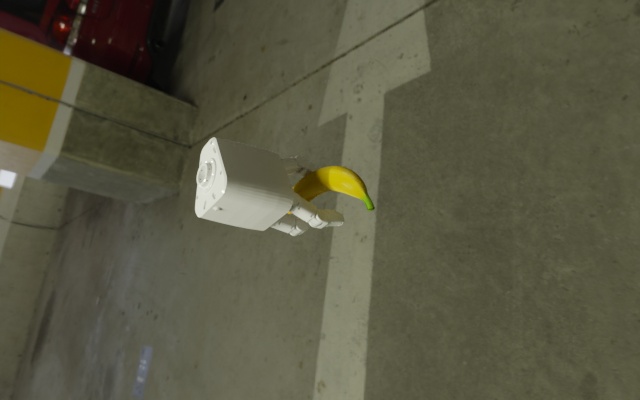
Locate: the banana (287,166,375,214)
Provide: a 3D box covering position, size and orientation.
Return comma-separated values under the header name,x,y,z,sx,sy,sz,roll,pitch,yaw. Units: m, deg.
name,x,y,z,sx,sy,sz,roll,pitch,yaw
banana,0.003,-0.016,0.733,0.037,0.069,0.198,8,-7,-39
